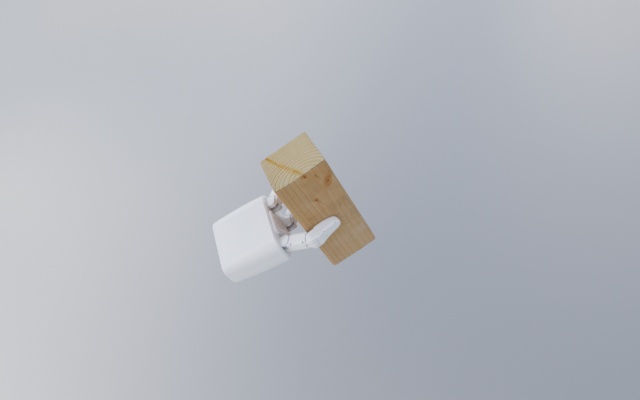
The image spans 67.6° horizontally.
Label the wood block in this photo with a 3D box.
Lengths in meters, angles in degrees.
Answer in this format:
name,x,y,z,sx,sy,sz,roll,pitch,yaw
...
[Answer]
name,x,y,z,sx,sy,sz,roll,pitch,yaw
wood block,0.000,0.003,0.790,0.090,0.206,0.090,-34,42,2
